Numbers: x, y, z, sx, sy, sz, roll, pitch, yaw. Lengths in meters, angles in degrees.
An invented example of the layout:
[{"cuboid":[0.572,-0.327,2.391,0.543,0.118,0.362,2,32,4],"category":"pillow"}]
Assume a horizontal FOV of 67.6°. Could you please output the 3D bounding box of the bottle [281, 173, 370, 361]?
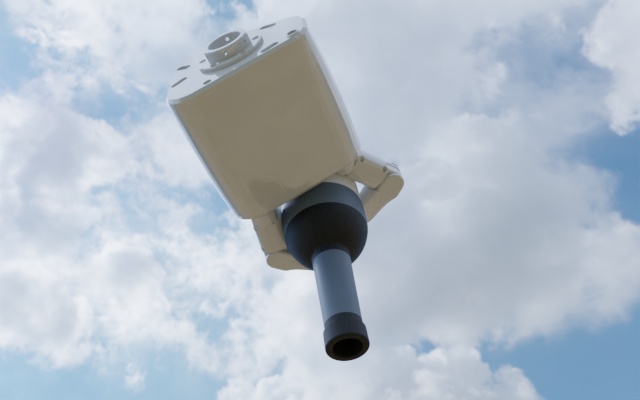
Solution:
[{"cuboid":[0.000,0.001,0.404,0.069,0.069,0.295,0,37,-8],"category":"bottle"}]
